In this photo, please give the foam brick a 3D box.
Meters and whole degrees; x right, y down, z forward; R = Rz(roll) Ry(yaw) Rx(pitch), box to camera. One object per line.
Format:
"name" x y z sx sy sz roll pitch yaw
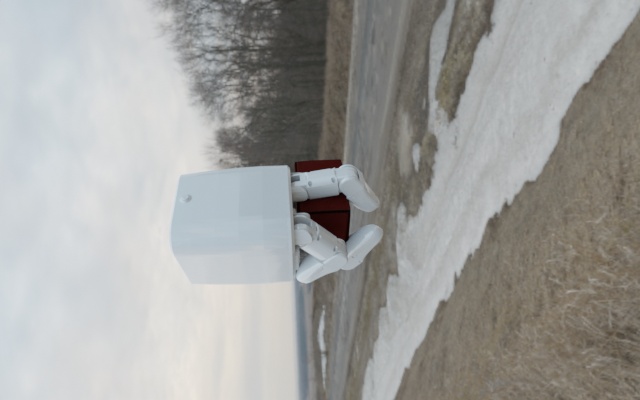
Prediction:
"foam brick" 0.000 0.001 0.494 0.051 0.053 0.078 -3 45 -4
